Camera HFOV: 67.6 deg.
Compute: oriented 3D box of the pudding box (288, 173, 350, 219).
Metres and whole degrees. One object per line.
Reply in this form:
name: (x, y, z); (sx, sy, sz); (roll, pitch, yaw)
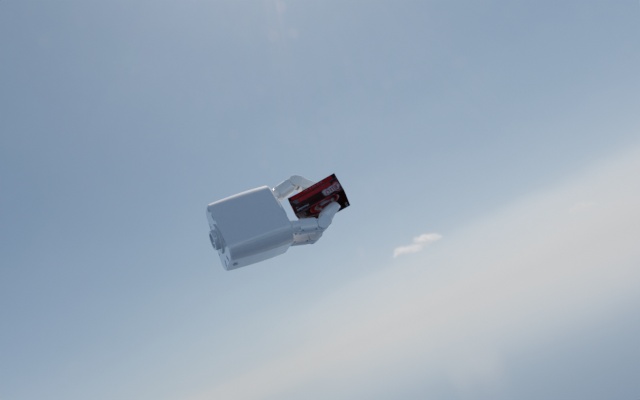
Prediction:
pudding box: (0.000, 0.003, 0.824); (0.090, 0.039, 0.113); (-28, -15, 2)
